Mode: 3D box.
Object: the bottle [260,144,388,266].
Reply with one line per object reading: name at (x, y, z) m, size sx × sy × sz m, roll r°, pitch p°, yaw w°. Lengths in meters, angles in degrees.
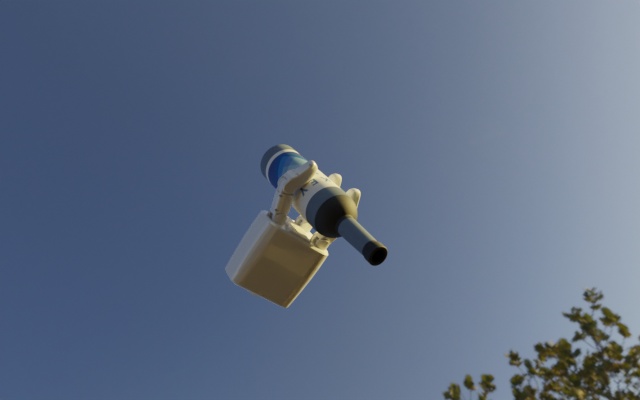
bottle at (0.000, 0.002, 0.681) m, size 0.069 × 0.069 × 0.295 m, roll 0°, pitch 26°, yaw -32°
